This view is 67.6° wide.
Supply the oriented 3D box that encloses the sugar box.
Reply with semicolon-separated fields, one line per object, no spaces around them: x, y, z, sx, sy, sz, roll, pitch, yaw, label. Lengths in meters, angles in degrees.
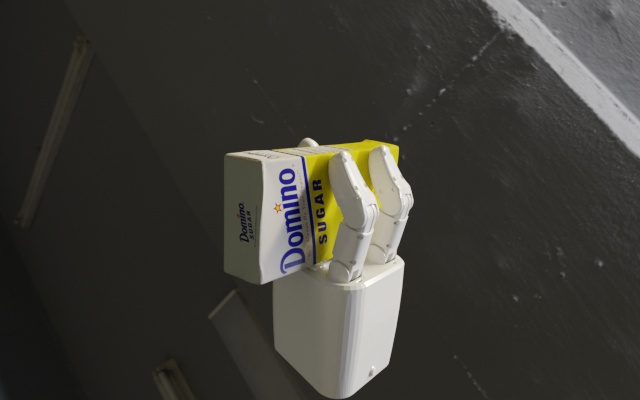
0.001;0.002;0.402;0.048;0.093;0.176;13;18;36;sugar box
